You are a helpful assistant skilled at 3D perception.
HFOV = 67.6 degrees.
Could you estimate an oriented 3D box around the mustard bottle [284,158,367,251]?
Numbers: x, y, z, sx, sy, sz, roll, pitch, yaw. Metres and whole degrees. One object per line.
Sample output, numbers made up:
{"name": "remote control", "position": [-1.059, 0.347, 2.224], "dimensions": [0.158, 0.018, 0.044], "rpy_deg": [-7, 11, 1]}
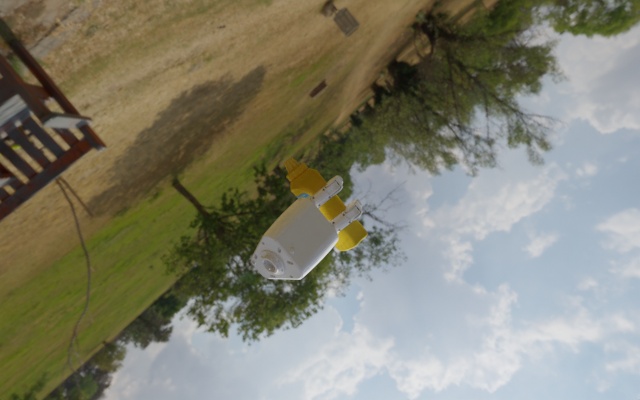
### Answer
{"name": "mustard bottle", "position": [0.001, 0.003, 0.865], "dimensions": [0.058, 0.191, 0.096], "rpy_deg": [-41, 7, -16]}
